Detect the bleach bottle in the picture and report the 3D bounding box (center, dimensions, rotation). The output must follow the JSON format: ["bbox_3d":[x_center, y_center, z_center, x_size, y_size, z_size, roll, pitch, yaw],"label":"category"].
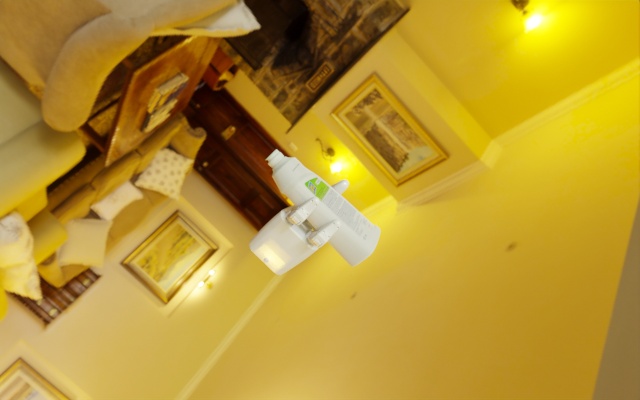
[{"bbox_3d":[0.000,0.003,0.880,0.068,0.251,0.102,-40,9,28],"label":"bleach bottle"}]
